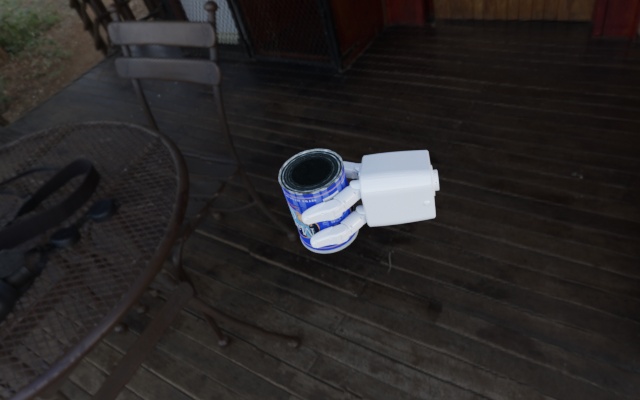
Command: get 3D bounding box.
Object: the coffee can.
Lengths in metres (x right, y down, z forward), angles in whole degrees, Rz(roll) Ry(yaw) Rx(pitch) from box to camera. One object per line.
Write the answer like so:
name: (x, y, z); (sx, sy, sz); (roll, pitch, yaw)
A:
coffee can: (0.000, 0.003, 0.773); (0.103, 0.102, 0.140); (0, -45, 18)
